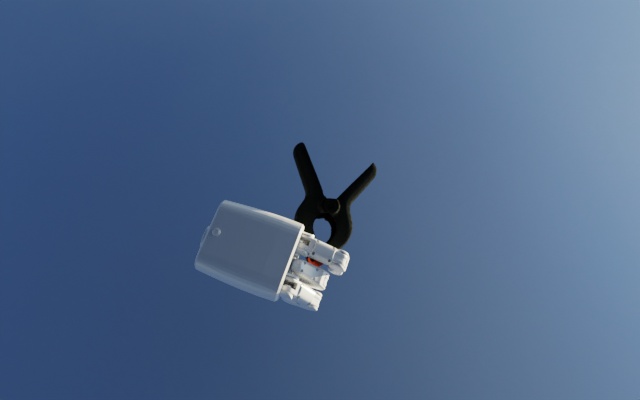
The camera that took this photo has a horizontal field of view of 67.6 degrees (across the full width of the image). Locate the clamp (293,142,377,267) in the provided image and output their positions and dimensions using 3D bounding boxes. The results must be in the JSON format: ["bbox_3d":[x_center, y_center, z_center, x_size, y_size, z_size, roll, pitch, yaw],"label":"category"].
[{"bbox_3d":[0.000,0.002,0.642,0.120,0.171,0.039,21,-25,-1],"label":"clamp"}]
